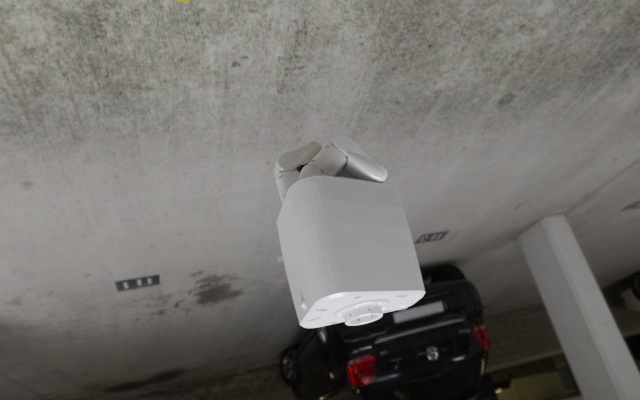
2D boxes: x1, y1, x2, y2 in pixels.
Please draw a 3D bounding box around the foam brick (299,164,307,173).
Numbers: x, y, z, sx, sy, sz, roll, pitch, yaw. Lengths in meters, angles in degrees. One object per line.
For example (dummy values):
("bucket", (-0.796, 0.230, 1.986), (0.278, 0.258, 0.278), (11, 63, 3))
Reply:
("foam brick", (0.000, 0.002, 0.508), (0.053, 0.051, 0.078), (-4, -28, -18))
